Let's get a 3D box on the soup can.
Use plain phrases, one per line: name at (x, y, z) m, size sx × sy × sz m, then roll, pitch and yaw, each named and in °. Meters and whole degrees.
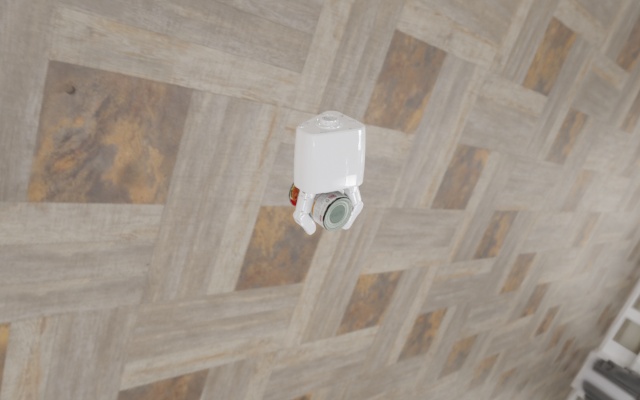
soup can at (0.000, 0.003, 0.851) m, size 0.068 × 0.068 × 0.102 m, roll 0°, pitch 25°, yaw -44°
